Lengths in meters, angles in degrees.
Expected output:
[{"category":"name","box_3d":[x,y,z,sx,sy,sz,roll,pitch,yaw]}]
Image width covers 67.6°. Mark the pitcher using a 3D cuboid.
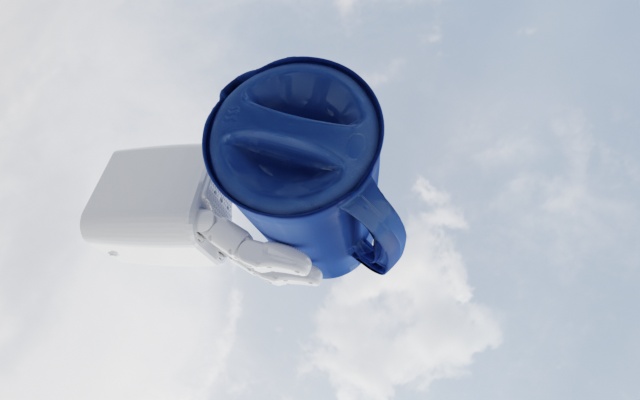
[{"category":"pitcher","box_3d":[0.000,0.001,0.442,0.145,0.149,0.243,-3,-23,7]}]
